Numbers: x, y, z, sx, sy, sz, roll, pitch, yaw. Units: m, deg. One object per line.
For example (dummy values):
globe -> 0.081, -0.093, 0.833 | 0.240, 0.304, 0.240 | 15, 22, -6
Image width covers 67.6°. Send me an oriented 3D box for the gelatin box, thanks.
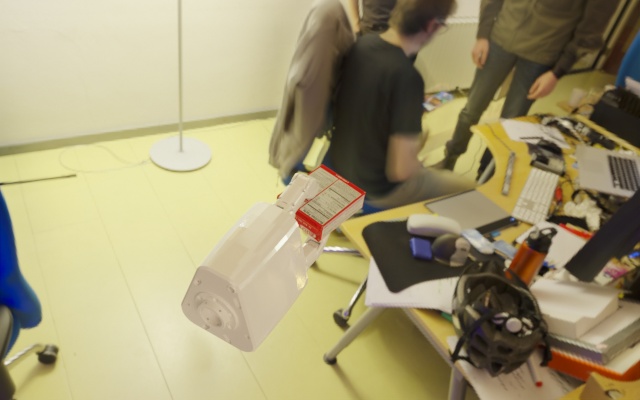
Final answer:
gelatin box -> 0.000, 0.001, 0.591 | 0.073, 0.030, 0.089 | 34, 50, 24
